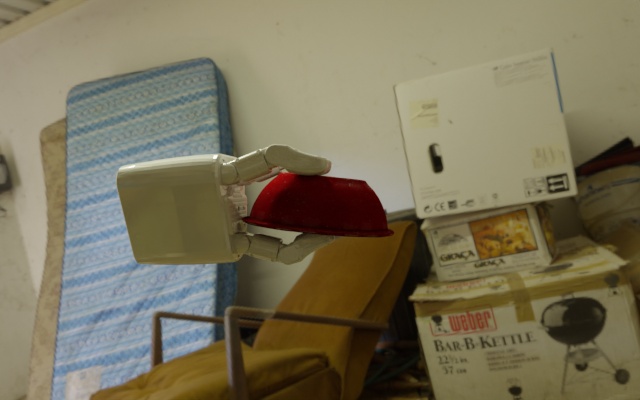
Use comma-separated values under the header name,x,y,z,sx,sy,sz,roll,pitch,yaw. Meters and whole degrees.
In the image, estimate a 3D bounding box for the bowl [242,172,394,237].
name,x,y,z,sx,sy,sz,roll,pitch,yaw
bowl,0.001,0.001,0.508,0.162,0.055,0.162,6,2,0
